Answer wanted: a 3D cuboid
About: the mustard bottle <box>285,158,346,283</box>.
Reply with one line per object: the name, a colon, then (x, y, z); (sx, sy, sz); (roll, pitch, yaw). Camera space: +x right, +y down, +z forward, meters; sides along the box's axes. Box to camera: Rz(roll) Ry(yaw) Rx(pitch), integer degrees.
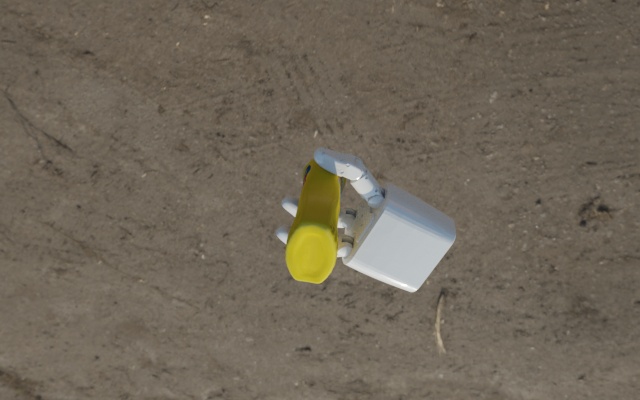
mustard bottle: (0.000, 0.002, 0.593); (0.058, 0.096, 0.191); (7, 40, 3)
